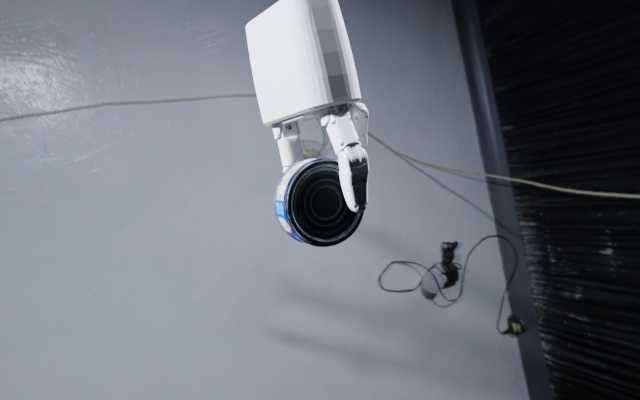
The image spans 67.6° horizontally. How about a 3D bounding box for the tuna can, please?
[{"bbox_3d":[0.000,0.002,0.462,0.086,0.086,0.034,0,3,-24],"label":"tuna can"}]
